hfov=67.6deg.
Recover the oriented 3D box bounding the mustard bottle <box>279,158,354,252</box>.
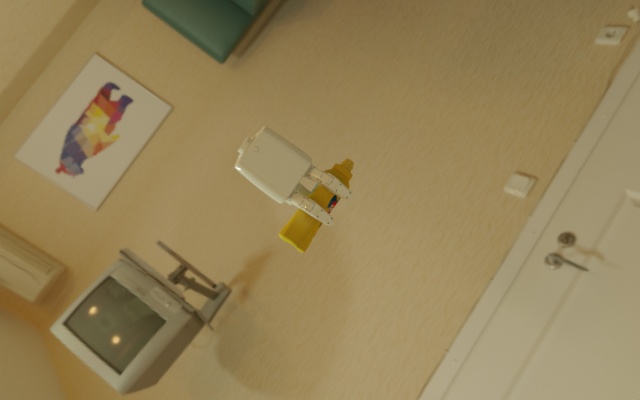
[{"bbox_3d":[0.000,0.003,0.881,0.058,0.191,0.096,34,-7,9],"label":"mustard bottle"}]
